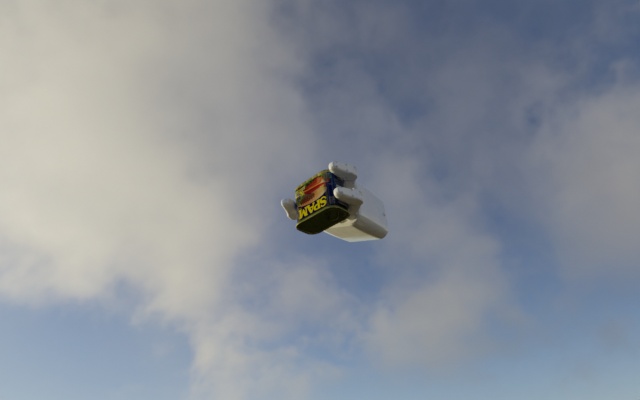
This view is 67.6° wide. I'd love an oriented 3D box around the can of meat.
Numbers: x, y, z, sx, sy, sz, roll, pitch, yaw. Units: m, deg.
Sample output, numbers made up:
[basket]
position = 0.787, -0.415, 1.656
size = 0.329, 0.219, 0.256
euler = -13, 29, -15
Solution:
[can of meat]
position = 0.000, 0.003, 0.879
size = 0.102, 0.084, 0.057
euler = -30, -38, 33
